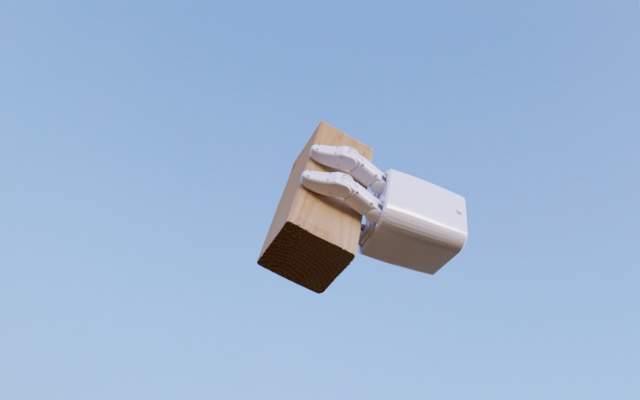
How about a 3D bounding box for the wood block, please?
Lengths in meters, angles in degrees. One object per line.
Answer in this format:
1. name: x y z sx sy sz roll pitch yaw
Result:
1. wood block: 0.000 0.002 0.618 0.090 0.206 0.091 28 -50 -10
